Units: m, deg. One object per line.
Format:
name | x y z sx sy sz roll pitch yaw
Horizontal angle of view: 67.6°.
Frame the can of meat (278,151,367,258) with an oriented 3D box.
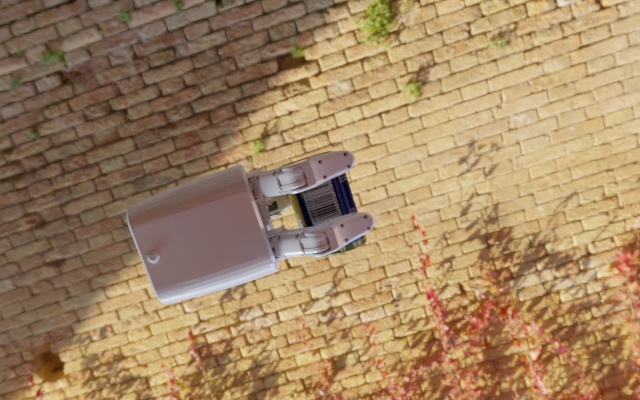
can of meat | 0.000 0.002 0.452 0.057 0.084 0.102 -19 8 -6
